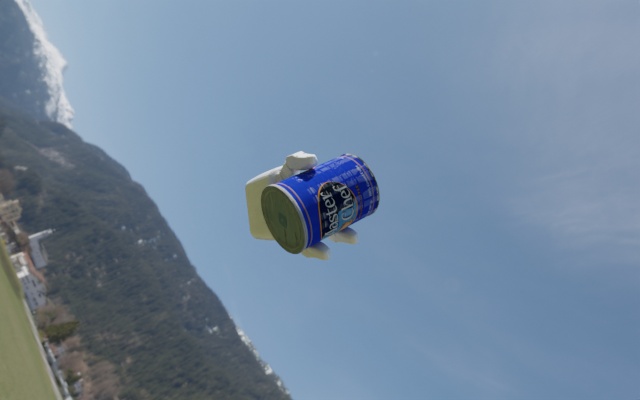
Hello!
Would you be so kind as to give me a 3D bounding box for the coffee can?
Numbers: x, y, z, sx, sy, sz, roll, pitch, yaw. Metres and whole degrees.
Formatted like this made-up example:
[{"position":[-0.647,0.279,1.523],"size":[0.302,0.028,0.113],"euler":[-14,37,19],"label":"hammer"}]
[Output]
[{"position":[0.000,0.002,0.691],"size":[0.140,0.103,0.103],"euler":[-25,14,-31],"label":"coffee can"}]
